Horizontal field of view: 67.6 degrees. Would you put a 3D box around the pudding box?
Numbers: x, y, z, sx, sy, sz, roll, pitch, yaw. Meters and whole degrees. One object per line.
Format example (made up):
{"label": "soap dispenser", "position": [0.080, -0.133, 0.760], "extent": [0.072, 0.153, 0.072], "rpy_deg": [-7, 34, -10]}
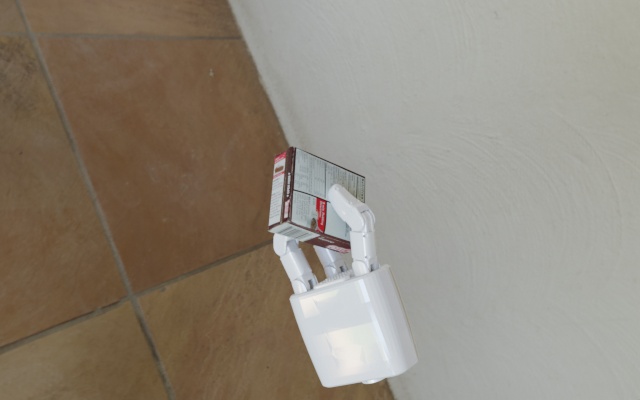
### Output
{"label": "pudding box", "position": [0.000, 0.002, 0.528], "extent": [0.113, 0.090, 0.039], "rpy_deg": [22, -30, -38]}
